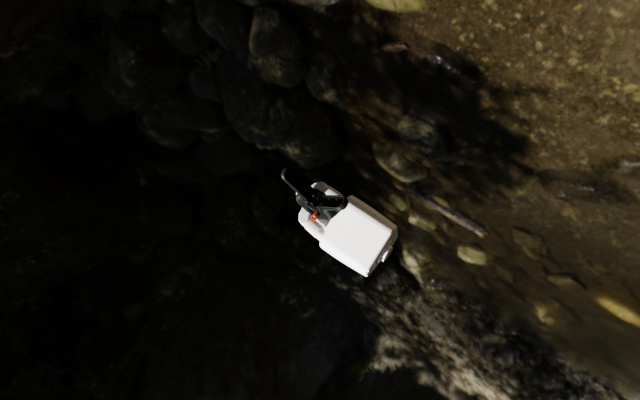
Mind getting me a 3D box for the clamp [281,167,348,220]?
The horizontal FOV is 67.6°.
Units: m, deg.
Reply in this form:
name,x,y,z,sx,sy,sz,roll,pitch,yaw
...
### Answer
name,x,y,z,sx,sy,sz,roll,pitch,yaw
clamp,0.000,0.003,0.834,0.120,0.039,0.171,33,-10,19
